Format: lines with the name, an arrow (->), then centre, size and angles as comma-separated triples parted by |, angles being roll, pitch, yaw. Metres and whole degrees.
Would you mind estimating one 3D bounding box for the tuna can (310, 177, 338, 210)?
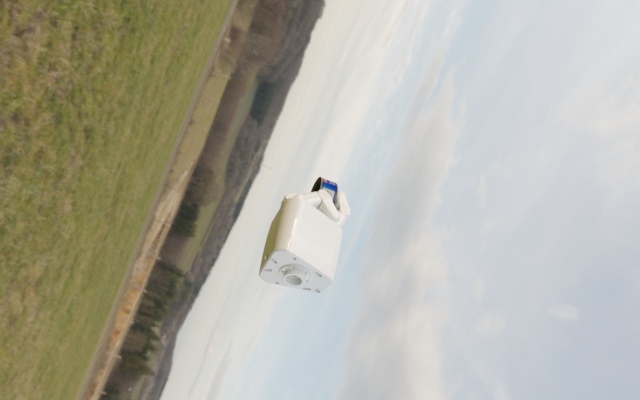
tuna can -> 0.001, 0.003, 0.856 | 0.034, 0.086, 0.086 | 19, -4, -11
